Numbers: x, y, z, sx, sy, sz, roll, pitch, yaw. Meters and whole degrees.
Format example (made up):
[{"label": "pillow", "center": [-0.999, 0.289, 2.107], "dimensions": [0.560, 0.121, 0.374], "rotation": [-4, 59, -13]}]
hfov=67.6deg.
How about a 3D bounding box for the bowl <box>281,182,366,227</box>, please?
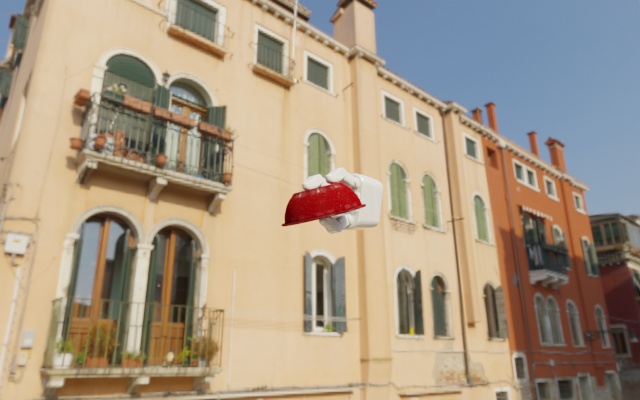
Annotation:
[{"label": "bowl", "center": [0.000, 0.003, 0.881], "dimensions": [0.162, 0.055, 0.162], "rotation": [-14, 1, 0]}]
